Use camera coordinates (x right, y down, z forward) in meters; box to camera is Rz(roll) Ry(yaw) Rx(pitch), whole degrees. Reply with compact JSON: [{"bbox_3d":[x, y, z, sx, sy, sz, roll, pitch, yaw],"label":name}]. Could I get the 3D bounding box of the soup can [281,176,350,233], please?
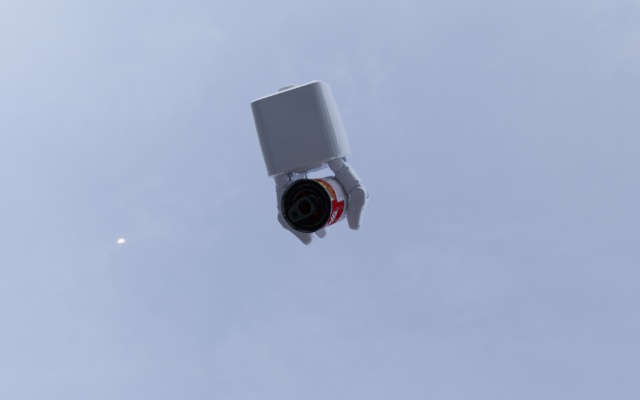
[{"bbox_3d":[0.000,0.002,0.630,0.068,0.068,0.102,0,5,22],"label":"soup can"}]
